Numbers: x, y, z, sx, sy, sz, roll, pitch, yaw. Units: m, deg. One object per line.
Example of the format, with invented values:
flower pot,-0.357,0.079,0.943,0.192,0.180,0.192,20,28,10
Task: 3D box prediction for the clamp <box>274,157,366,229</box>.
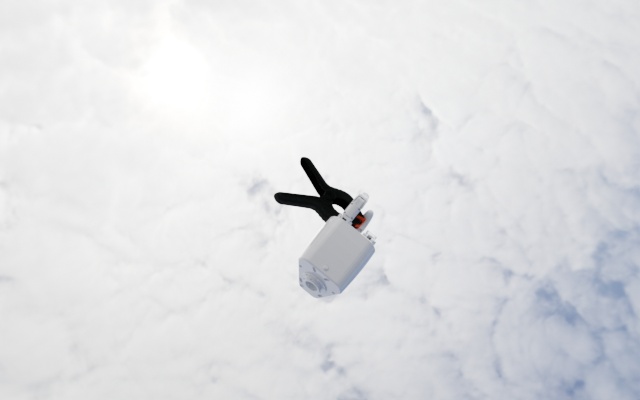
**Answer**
clamp,0.000,0.003,0.878,0.171,0.120,0.039,38,-32,6
